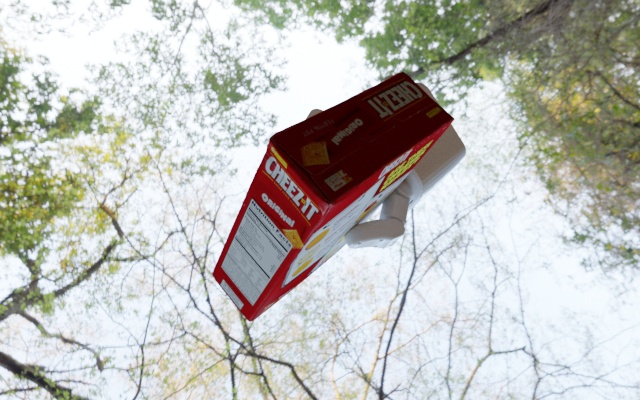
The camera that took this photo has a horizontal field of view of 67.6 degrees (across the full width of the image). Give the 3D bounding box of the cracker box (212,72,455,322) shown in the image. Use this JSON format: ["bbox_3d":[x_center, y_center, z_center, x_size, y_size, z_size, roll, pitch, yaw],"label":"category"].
[{"bbox_3d":[0.000,0.002,0.432,0.164,0.072,0.214,-35,-14,-38],"label":"cracker box"}]
